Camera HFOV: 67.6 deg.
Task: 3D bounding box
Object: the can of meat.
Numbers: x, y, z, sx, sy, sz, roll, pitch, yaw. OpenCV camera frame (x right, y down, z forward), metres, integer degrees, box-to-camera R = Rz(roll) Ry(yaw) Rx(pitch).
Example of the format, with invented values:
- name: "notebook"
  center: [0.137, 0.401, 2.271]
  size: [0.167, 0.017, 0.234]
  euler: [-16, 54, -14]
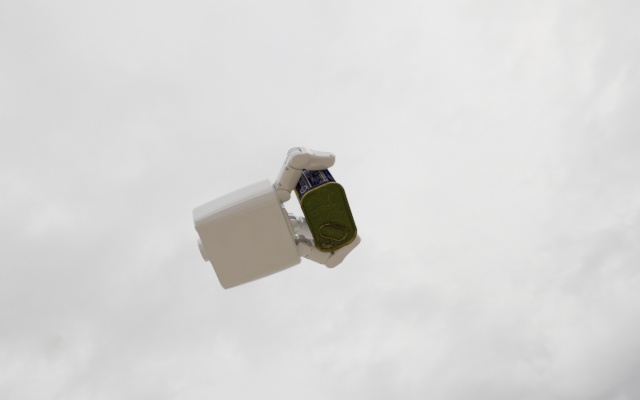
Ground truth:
- name: "can of meat"
  center: [0.000, 0.002, 0.621]
  size: [0.057, 0.102, 0.084]
  euler: [-24, 36, -4]
